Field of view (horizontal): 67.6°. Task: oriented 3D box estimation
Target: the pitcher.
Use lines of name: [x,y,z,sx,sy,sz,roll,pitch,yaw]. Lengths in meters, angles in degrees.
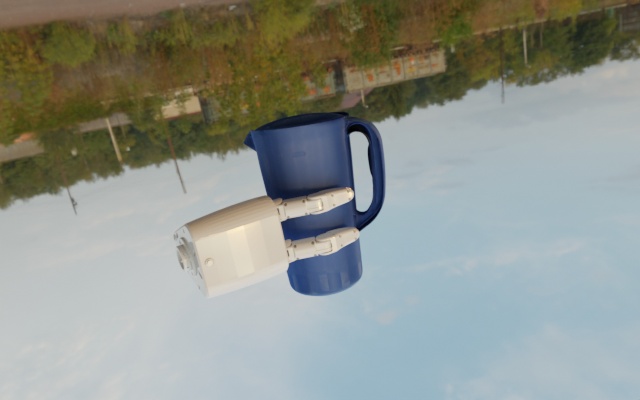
pitcher: [0.000,0.002,0.658,0.145,0.243,0.149,-18,17,-27]
